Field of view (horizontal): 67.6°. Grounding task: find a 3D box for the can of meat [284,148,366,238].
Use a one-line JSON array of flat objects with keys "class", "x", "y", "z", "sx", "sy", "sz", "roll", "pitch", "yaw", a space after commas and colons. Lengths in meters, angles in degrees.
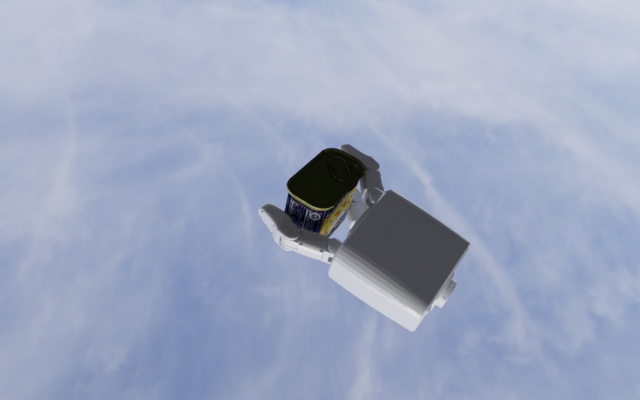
[{"class": "can of meat", "x": 0.000, "y": 0.002, "z": 0.549, "sx": 0.057, "sy": 0.084, "sz": 0.102, "roll": 31, "pitch": 46, "yaw": 15}]
